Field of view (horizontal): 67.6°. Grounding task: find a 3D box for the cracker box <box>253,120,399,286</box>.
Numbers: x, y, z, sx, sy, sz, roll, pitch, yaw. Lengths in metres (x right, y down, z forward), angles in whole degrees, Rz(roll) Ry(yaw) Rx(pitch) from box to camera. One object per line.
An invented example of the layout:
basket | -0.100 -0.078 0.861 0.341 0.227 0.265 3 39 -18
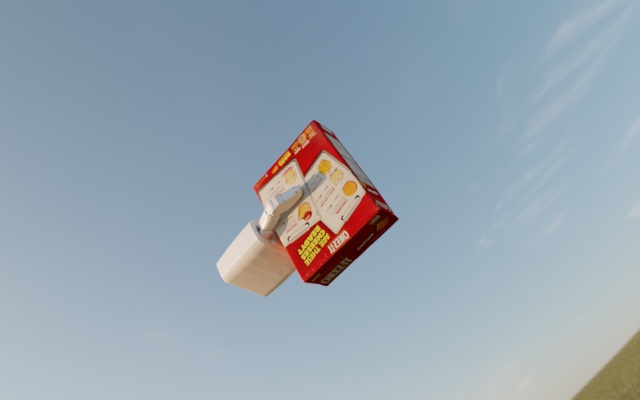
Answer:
cracker box | 0.000 0.002 0.765 0.164 0.213 0.072 -46 -37 18
